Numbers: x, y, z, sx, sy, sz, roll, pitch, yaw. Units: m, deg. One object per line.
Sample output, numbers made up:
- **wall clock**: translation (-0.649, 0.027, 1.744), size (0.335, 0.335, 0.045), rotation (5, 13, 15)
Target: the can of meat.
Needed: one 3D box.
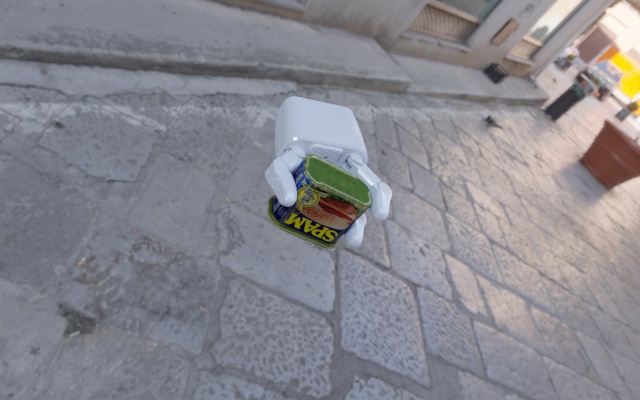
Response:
- **can of meat**: translation (0.000, 0.002, 0.581), size (0.102, 0.057, 0.084), rotation (25, -55, -24)
